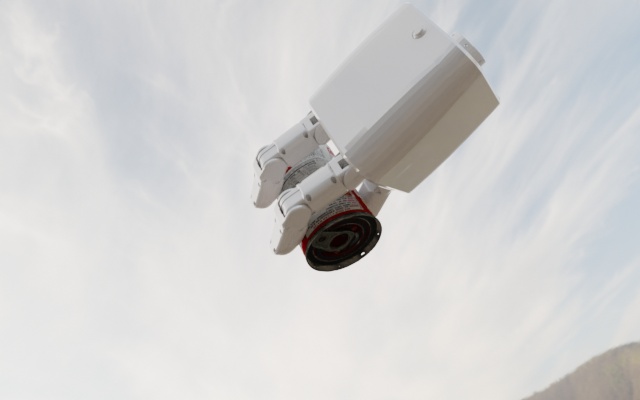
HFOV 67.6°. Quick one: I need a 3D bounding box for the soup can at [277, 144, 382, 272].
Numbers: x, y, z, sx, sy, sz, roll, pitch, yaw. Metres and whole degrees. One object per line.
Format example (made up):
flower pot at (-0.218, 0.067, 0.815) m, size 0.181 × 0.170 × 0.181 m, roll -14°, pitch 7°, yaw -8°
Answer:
soup can at (0.000, 0.002, 0.417) m, size 0.068 × 0.068 × 0.102 m, roll 0°, pitch 43°, yaw -32°
